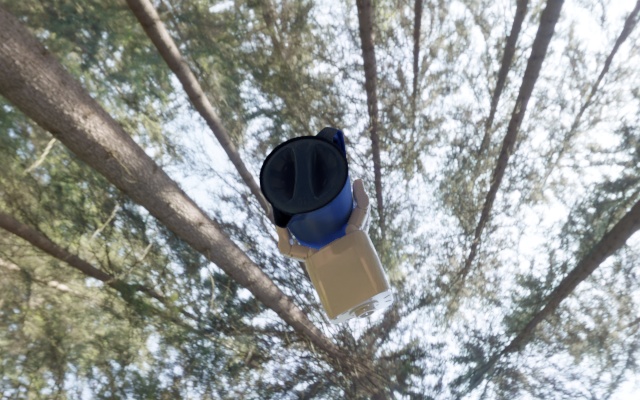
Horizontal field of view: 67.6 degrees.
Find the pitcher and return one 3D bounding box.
[{"bbox_3d":[0.000,0.003,0.795,0.149,0.145,0.243,-23,-29,-1],"label":"pitcher"}]
